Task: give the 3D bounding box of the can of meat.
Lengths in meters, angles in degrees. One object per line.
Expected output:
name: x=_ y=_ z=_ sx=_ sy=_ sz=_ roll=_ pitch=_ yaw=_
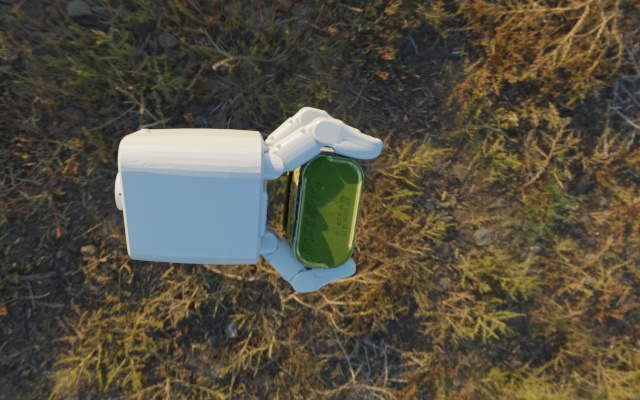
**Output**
can of meat: x=0.000 y=0.002 z=0.427 sx=0.057 sy=0.102 sz=0.084 roll=5 pitch=13 yaw=-10
